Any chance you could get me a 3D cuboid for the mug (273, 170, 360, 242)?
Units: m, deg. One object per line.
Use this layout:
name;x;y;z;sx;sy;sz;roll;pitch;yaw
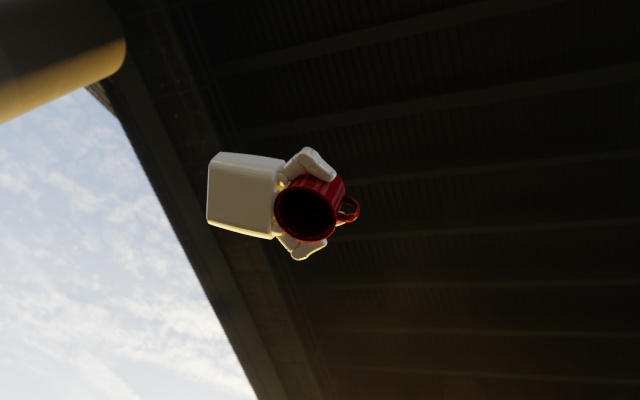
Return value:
mug;0.002;0.002;0.696;0.117;0.093;0.081;11;34;12
